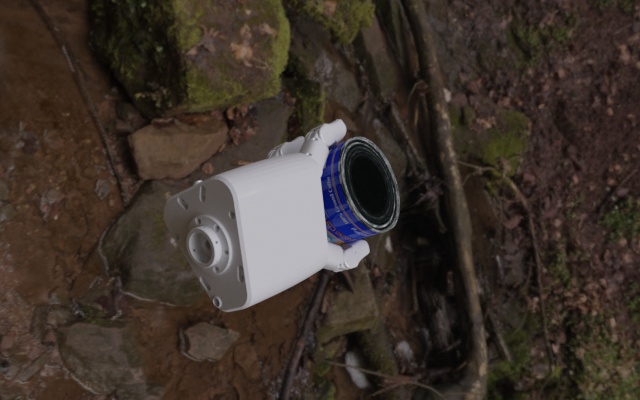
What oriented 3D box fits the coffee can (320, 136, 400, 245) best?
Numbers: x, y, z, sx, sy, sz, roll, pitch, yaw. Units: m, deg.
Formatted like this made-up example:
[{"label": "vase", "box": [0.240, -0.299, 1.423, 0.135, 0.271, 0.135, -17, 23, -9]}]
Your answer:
[{"label": "coffee can", "box": [0.000, 0.002, 0.524, 0.140, 0.103, 0.103, -20, -12, 37]}]
